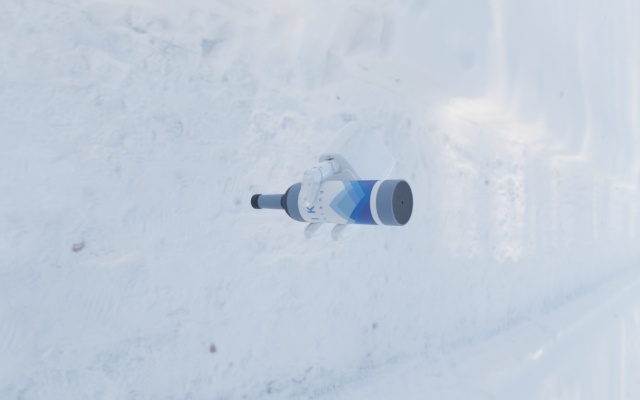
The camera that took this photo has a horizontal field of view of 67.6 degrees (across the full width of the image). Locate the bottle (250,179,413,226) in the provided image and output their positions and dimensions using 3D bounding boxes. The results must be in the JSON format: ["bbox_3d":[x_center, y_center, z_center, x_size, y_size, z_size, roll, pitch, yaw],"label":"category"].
[{"bbox_3d":[0.000,0.003,0.763,0.295,0.069,0.069,0,0,38],"label":"bottle"}]
